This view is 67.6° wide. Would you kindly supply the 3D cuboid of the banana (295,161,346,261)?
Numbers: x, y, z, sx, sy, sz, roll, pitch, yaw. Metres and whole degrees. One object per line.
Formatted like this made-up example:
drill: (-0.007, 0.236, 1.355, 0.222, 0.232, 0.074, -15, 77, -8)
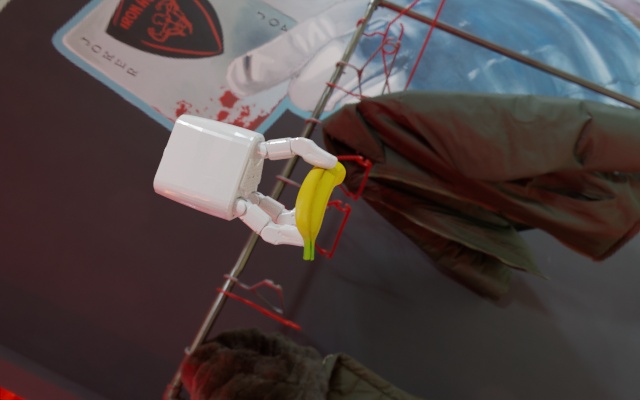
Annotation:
banana: (0.000, -0.012, 0.606, 0.037, 0.070, 0.197, 11, 35, 10)
